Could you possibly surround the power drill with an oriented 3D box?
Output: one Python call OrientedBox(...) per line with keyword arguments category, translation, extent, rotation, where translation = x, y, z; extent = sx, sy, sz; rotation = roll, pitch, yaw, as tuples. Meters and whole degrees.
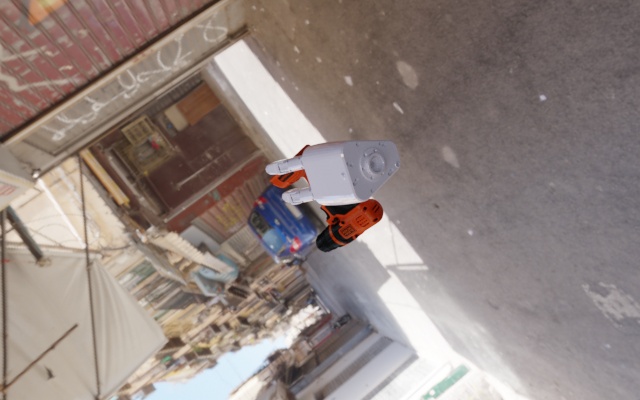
OrientedBox(category="power drill", translation=(0.000, 0.002, 0.862), extent=(0.184, 0.187, 0.057), rotation=(-39, 10, 47))
